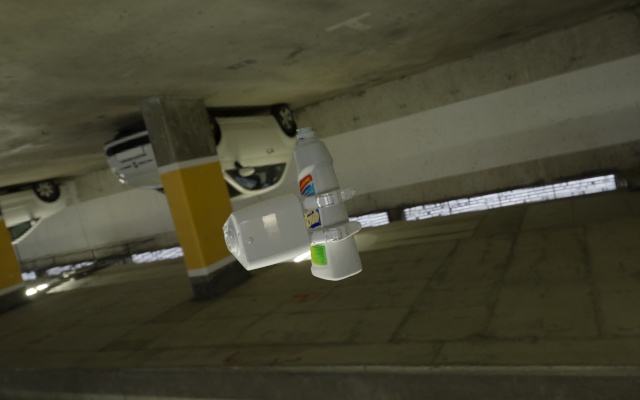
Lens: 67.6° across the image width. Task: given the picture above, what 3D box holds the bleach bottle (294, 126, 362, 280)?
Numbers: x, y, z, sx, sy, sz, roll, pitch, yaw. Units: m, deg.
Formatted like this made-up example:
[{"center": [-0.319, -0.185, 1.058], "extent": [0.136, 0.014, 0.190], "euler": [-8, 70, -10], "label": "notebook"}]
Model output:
[{"center": [0.000, 0.003, 0.802], "extent": [0.068, 0.251, 0.102], "euler": [-17, 6, -25], "label": "bleach bottle"}]
